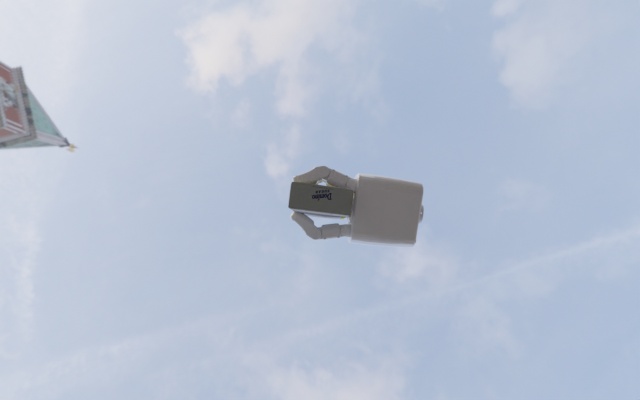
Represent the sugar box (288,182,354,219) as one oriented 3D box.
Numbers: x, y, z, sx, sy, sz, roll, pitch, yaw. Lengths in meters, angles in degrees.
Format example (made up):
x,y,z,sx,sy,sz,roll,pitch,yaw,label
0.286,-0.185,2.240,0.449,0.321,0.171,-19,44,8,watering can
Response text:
x,y,z,sx,sy,sz,roll,pitch,yaw,label
0.000,0.002,0.766,0.093,0.048,0.176,7,-6,-1,sugar box
